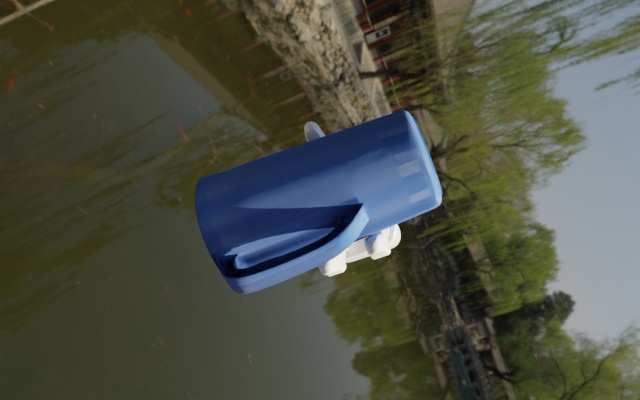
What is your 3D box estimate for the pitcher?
[{"bbox_3d":[0.000,0.002,0.509,0.243,0.149,0.145,-21,-15,11],"label":"pitcher"}]
